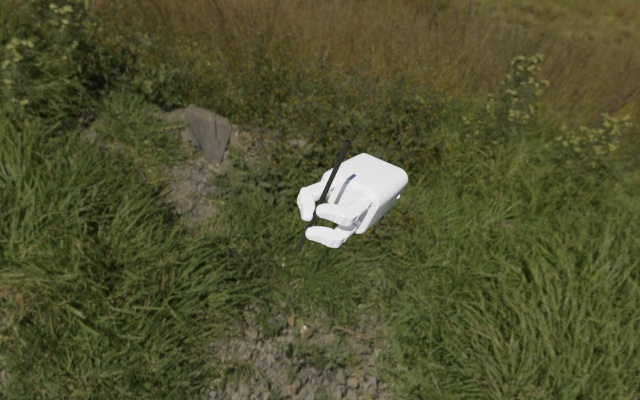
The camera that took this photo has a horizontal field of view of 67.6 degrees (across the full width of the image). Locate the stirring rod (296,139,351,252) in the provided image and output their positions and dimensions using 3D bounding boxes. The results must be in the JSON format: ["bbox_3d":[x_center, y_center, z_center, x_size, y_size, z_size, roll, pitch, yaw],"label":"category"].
[{"bbox_3d":[0.000,0.002,0.714,0.011,0.011,0.240,0,-42,-25],"label":"stirring rod"}]
